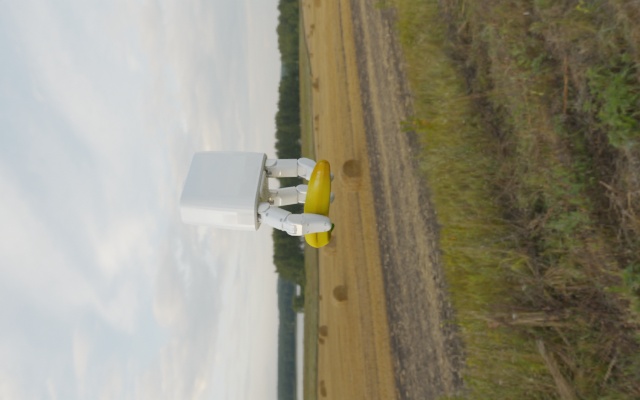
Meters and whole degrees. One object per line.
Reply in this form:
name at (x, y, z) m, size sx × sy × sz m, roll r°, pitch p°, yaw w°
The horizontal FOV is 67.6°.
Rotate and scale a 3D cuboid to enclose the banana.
banana at (-0.003, 0.020, 0.689) m, size 0.037 × 0.069 × 0.198 m, roll 8°, pitch -29°, yaw 7°
